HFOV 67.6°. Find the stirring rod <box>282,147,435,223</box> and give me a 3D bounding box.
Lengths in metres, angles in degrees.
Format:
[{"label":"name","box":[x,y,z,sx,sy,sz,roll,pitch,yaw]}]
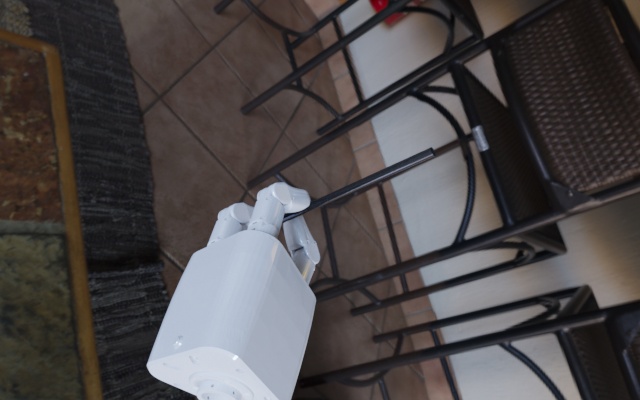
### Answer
[{"label":"stirring rod","box":[0.000,0.002,0.457,0.239,0.011,0.011,-24,-14,33]}]
